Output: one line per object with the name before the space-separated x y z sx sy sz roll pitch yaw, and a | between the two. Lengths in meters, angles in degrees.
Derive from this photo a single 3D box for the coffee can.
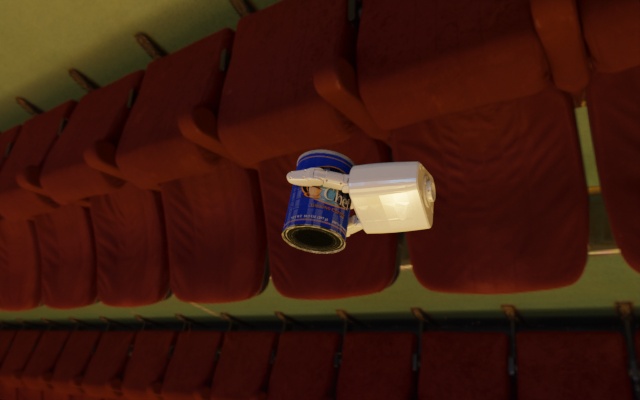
coffee can | 0.000 0.002 0.783 0.103 0.140 0.103 8 -28 4
